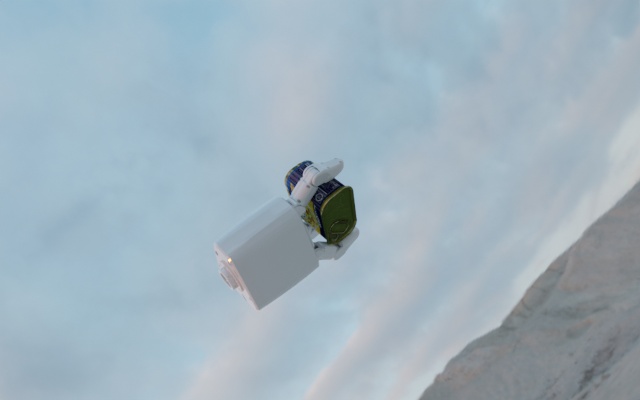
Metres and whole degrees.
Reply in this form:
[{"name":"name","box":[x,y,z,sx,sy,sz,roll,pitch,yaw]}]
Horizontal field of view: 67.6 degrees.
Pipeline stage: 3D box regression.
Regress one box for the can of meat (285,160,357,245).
[{"name":"can of meat","box":[0.000,0.002,0.674,0.057,0.102,0.084,-38,55,-20]}]
